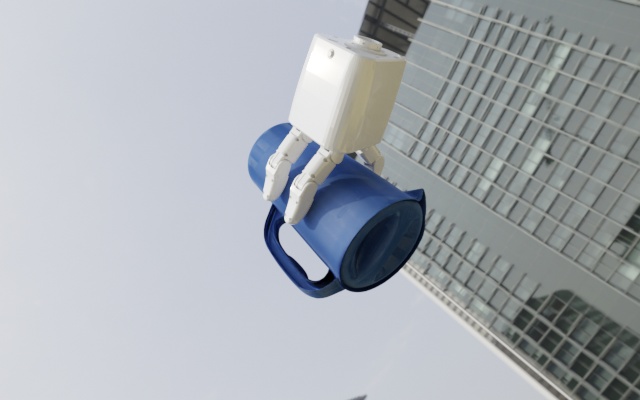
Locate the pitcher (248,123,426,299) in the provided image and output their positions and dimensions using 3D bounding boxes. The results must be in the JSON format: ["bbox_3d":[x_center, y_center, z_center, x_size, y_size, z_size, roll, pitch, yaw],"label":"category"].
[{"bbox_3d":[0.000,0.002,0.618,0.149,0.145,0.242,-9,37,-39],"label":"pitcher"}]
